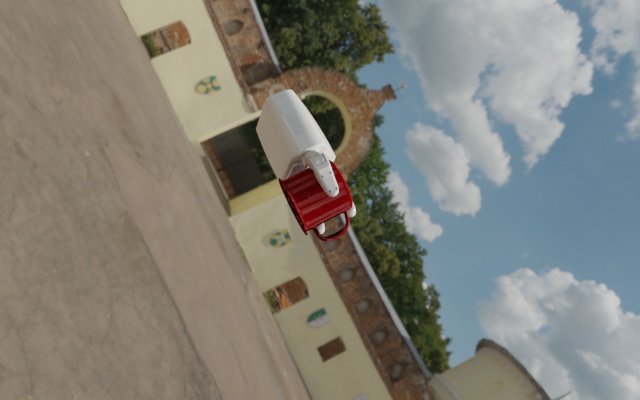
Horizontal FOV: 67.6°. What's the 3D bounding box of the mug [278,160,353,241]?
[{"bbox_3d":[0.001,0.003,0.696,0.081,0.117,0.093,-26,-13,-7],"label":"mug"}]
